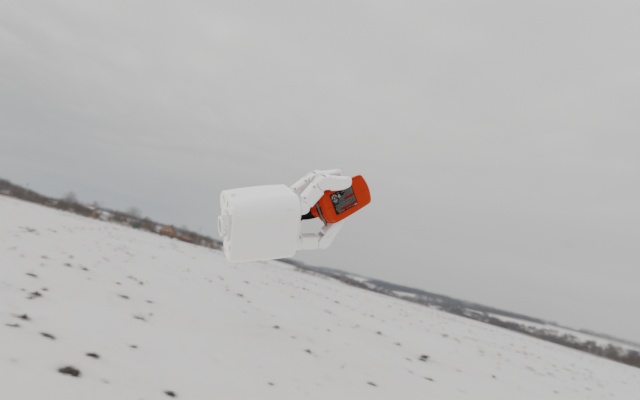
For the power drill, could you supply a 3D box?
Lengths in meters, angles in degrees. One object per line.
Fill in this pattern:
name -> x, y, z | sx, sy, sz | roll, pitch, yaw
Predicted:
power drill -> 0.000, 0.003, 0.852 | 0.184, 0.057, 0.187 | -29, 9, -36
